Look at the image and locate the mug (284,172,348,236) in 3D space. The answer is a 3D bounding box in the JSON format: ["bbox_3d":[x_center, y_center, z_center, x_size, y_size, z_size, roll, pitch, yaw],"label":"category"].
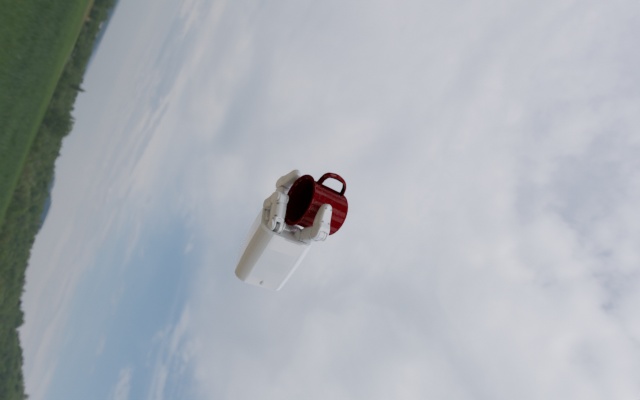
[{"bbox_3d":[0.001,0.002,0.826,0.081,0.117,0.093,24,21,-31],"label":"mug"}]
